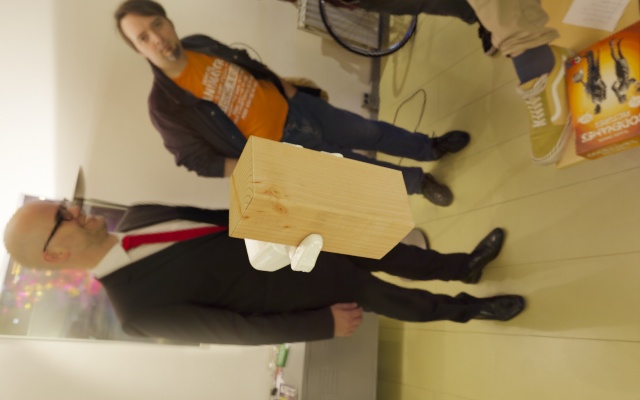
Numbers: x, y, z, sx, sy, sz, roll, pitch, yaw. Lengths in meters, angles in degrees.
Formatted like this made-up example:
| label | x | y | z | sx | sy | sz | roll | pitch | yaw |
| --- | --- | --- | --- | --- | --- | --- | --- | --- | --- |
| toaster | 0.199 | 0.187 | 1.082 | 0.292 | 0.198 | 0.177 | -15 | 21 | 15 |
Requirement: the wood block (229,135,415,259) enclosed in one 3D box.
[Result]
| label | x | y | z | sx | sy | sz | roll | pitch | yaw |
| --- | --- | --- | --- | --- | --- | --- | --- | --- | --- |
| wood block | 0.000 | 0.002 | 0.591 | 0.206 | 0.090 | 0.090 | 11 | -39 | -23 |
